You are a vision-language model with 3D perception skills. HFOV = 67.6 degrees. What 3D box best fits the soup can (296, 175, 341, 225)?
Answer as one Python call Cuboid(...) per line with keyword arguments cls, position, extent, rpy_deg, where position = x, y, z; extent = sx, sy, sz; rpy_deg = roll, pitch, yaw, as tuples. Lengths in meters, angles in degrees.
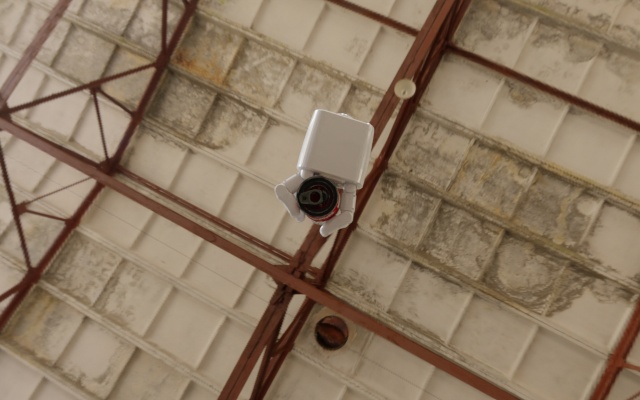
Cuboid(cls="soup can", position=(0.000, 0.003, 0.801), extent=(0.068, 0.068, 0.102), rpy_deg=(0, -11, 6))
